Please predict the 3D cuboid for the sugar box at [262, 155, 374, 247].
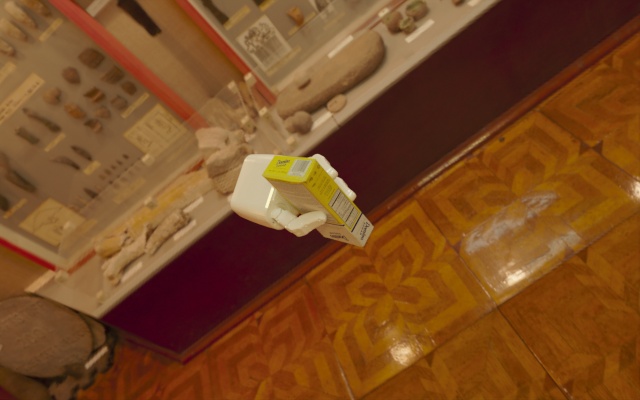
[{"bbox_3d":[0.000,0.002,0.733,0.093,0.048,0.176,11,-25,44],"label":"sugar box"}]
